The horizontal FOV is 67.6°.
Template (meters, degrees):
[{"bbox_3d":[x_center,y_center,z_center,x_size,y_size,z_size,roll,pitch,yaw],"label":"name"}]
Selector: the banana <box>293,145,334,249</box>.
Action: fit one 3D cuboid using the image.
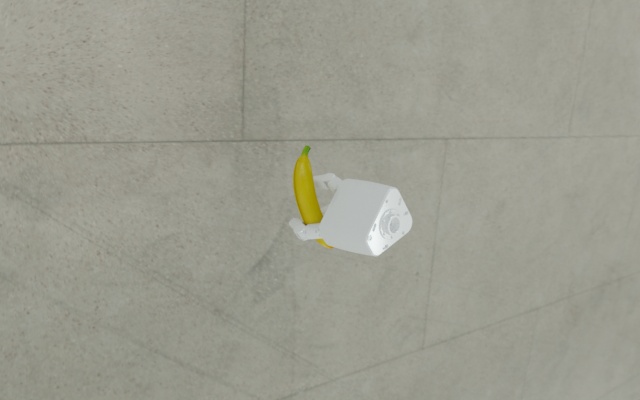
[{"bbox_3d":[-0.012,0.006,0.842,0.037,0.198,0.069,2,22,41],"label":"banana"}]
